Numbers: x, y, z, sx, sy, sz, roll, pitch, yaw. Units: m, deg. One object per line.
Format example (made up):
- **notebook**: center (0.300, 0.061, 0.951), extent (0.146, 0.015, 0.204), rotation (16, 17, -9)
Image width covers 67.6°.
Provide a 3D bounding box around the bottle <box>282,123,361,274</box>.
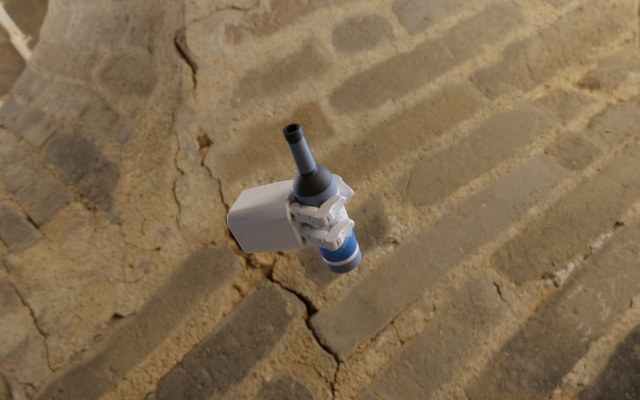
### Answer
- **bottle**: center (0.000, 0.003, 0.768), extent (0.069, 0.296, 0.069), rotation (-12, 42, 11)
